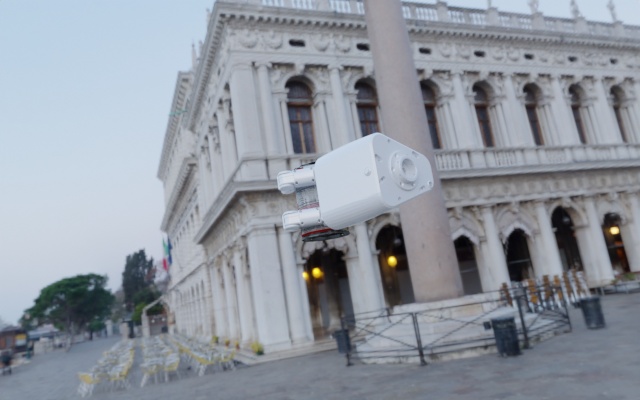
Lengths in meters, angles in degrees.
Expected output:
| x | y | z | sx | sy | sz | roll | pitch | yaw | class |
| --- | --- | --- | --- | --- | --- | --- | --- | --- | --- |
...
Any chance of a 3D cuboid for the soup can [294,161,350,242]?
| x | y | z | sx | sy | sz | roll | pitch | yaw | class |
| --- | --- | --- | --- | --- | --- | --- | --- | --- | --- |
| 0.000 | 0.002 | 0.673 | 0.068 | 0.102 | 0.068 | -8 | -11 | -2 | soup can |
